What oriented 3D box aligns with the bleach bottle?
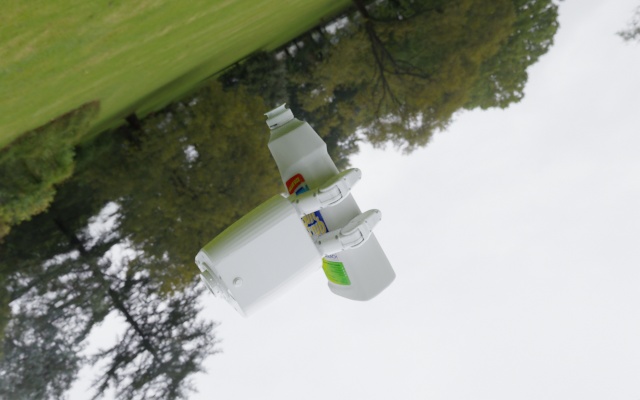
[{"bbox_3d":[0.000,0.002,0.585,0.068,0.251,0.102,-35,16,-24],"label":"bleach bottle"}]
